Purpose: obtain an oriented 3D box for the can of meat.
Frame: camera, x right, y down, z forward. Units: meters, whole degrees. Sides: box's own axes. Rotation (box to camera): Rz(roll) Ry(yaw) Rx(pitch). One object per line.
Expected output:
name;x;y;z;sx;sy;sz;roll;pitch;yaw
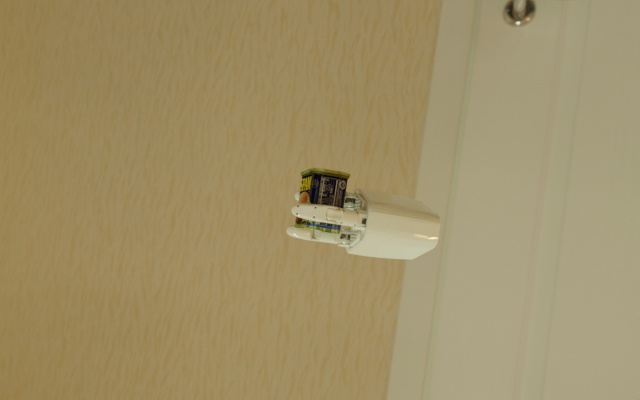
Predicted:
can of meat;0.000;0.003;0.683;0.057;0.084;0.102;9;-3;-14
